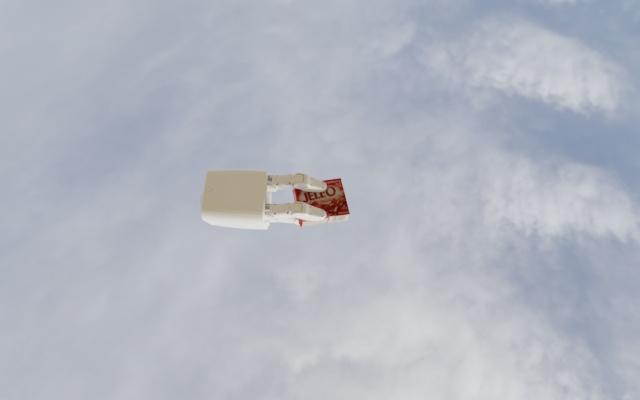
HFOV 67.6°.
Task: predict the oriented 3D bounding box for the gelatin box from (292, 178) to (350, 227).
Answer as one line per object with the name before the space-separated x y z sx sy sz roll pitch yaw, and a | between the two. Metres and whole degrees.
gelatin box | 0.000 0.003 0.837 0.089 0.073 0.030 -7 -26 -12
